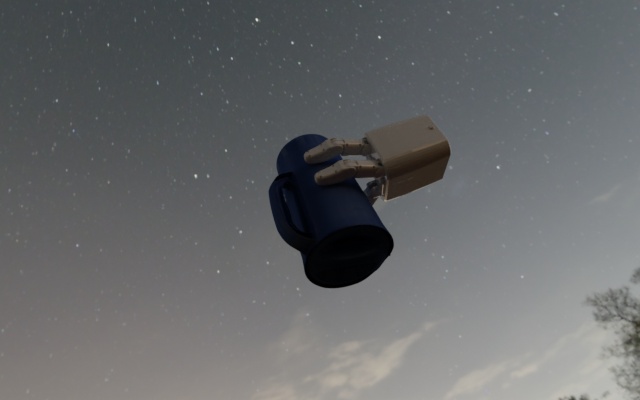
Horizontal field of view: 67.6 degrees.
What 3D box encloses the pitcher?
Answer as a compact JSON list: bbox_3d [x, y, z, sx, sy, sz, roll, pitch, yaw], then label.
[{"bbox_3d":[0.000,0.002,0.740,0.145,0.242,0.149,-21,-43,-3],"label":"pitcher"}]
